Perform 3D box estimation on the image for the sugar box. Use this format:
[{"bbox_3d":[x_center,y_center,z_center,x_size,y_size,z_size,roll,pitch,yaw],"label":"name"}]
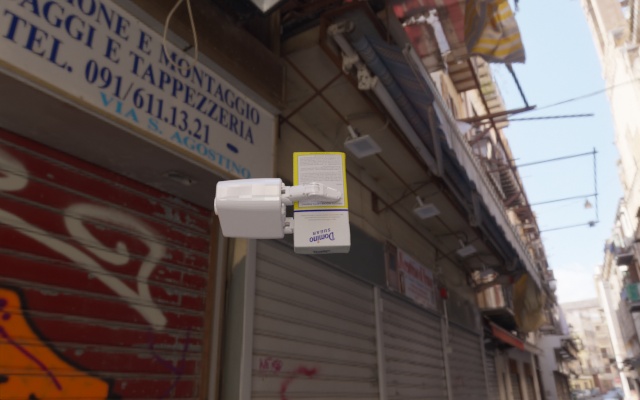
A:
[{"bbox_3d":[0.000,0.003,0.817,0.093,0.176,0.048,-1,-22,-1],"label":"sugar box"}]
